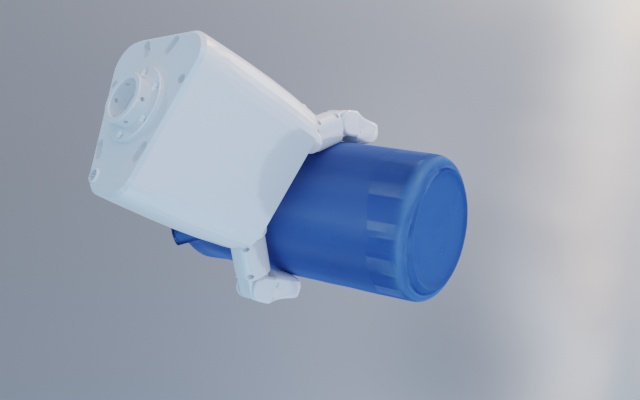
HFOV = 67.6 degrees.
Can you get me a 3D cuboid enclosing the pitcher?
[{"bbox_3d":[0.000,0.001,0.421,0.243,0.149,0.145,9,-13,39],"label":"pitcher"}]
